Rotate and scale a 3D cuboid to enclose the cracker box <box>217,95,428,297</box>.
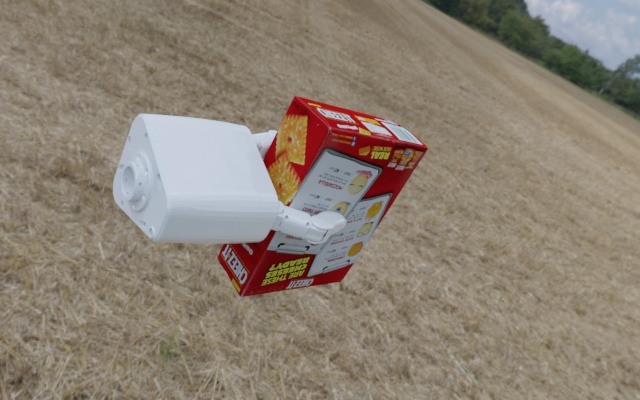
[{"bbox_3d":[0.000,0.002,0.538,0.164,0.214,0.072,2,37,-45],"label":"cracker box"}]
